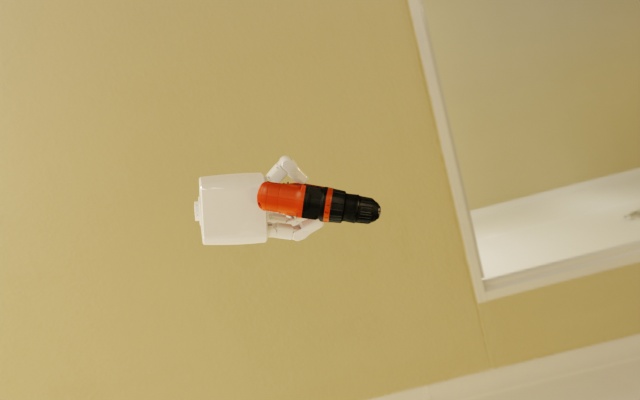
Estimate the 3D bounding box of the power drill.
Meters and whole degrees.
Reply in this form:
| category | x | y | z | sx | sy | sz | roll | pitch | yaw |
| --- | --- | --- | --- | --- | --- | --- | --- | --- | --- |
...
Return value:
| category | x | y | z | sx | sy | sz | roll | pitch | yaw |
| --- | --- | --- | --- | --- | --- | --- | --- | --- | --- |
| power drill | 0.000 | 0.003 | 0.777 | 0.184 | 0.057 | 0.187 | 10 | 0 | 2 |
